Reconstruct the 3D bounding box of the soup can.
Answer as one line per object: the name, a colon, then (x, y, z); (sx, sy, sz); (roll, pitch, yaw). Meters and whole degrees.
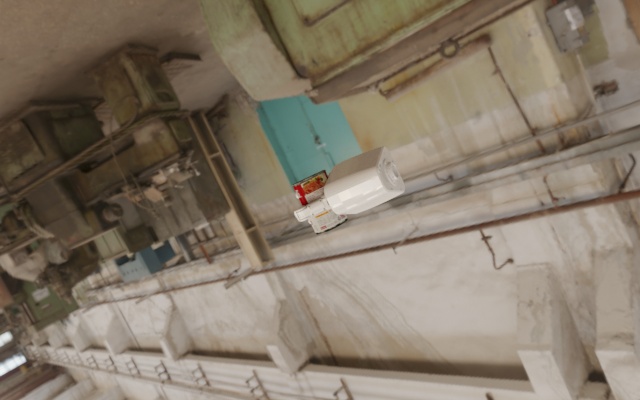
soup can: (0.000, 0.003, 0.879); (0.068, 0.102, 0.068); (-26, 5, 2)
